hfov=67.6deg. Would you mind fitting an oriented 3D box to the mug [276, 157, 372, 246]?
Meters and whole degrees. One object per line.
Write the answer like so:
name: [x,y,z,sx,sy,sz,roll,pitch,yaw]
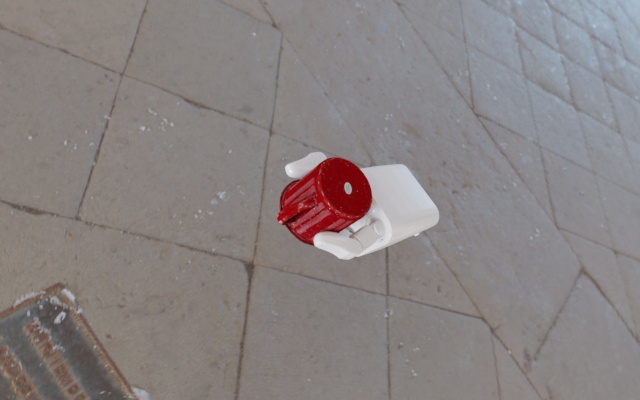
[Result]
mug: [-0.001,0.002,0.575,0.117,0.093,0.081,-15,-14,-39]
